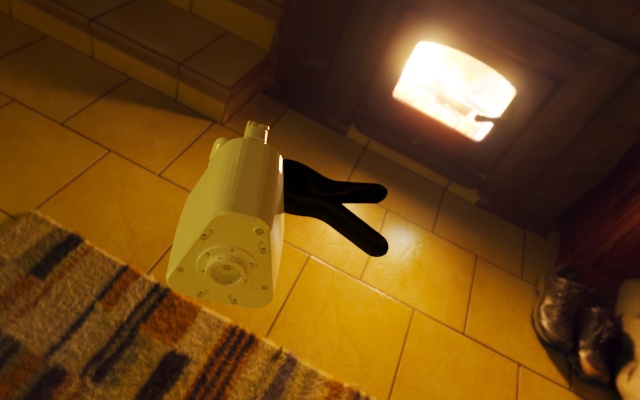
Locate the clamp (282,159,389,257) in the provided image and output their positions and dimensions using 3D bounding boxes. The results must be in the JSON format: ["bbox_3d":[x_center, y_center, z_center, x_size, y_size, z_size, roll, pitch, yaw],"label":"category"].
[{"bbox_3d":[0.000,0.001,0.507,0.171,0.039,0.120,14,28,-12],"label":"clamp"}]
